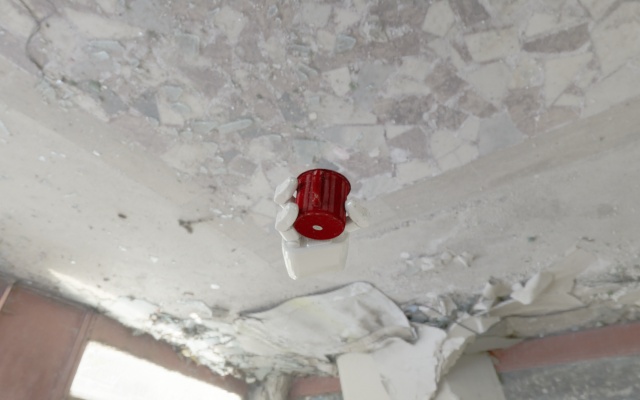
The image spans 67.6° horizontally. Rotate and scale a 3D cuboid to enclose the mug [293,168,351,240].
[{"bbox_3d":[0.000,0.002,0.744,0.093,0.081,0.117,3,-36,4],"label":"mug"}]
